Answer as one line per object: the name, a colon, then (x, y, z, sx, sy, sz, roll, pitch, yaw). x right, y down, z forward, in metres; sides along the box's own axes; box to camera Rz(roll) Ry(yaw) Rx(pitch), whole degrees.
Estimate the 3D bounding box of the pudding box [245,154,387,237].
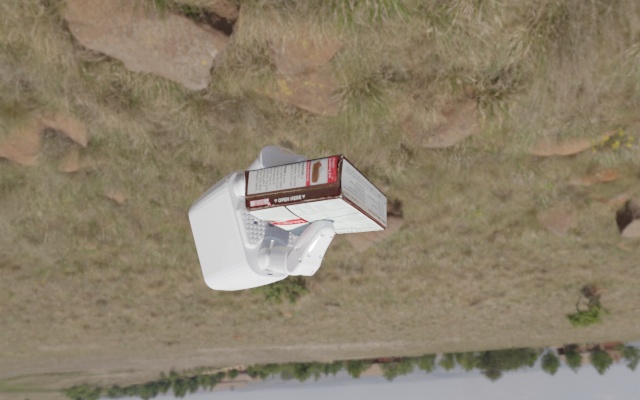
pudding box: (0.000, 0.002, 0.420, 0.090, 0.039, 0.113, -9, -18, 24)
